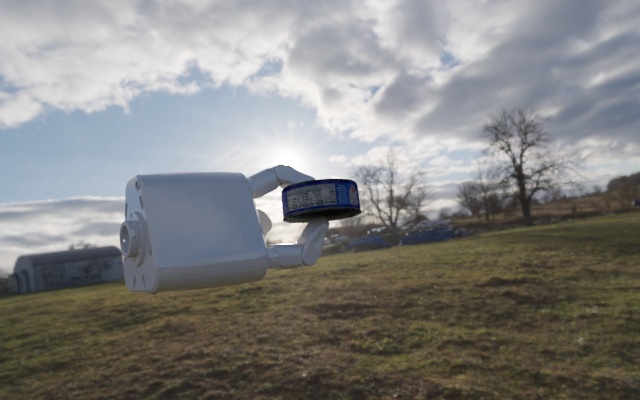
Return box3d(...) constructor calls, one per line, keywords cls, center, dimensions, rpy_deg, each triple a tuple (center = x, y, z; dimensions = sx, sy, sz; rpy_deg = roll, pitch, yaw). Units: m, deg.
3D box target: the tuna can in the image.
box3d(cls="tuna can", center=(0.000, 0.001, 0.519), dimensions=(0.086, 0.033, 0.086), rpy_deg=(-6, -10, -1))
